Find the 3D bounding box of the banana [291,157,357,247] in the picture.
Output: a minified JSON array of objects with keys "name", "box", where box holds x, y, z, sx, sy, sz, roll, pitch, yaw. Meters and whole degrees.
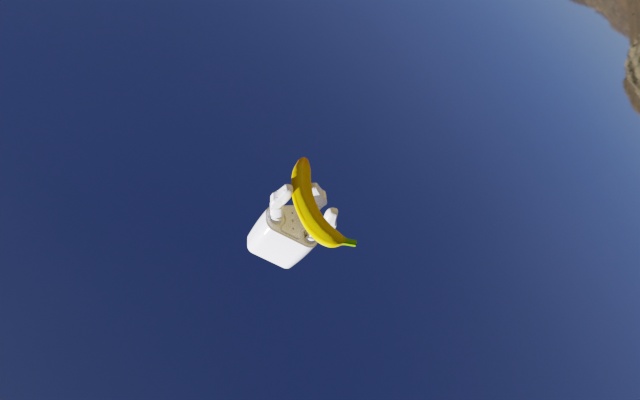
[{"name":"banana","box":[-0.013,0.009,0.843,0.069,0.197,0.037,-13,-26,-36]}]
